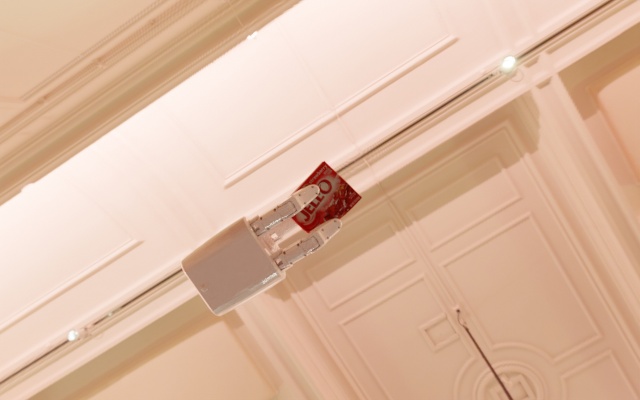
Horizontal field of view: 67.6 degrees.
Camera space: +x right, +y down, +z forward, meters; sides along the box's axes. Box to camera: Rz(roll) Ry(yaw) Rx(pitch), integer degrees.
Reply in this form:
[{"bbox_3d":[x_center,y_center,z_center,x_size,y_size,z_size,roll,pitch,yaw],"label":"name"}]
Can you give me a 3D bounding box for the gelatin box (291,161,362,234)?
[{"bbox_3d":[0.000,0.002,0.655,0.073,0.089,0.030,44,-1,-6],"label":"gelatin box"}]
